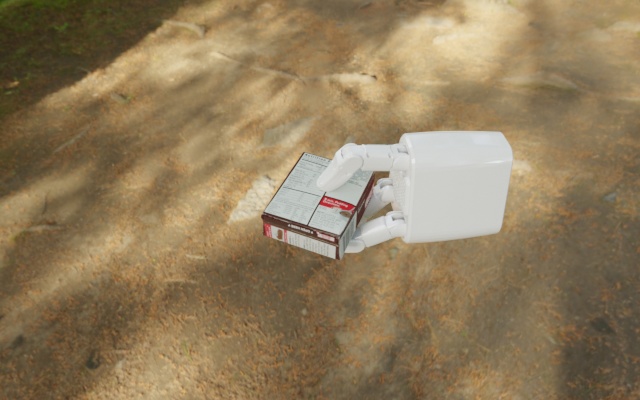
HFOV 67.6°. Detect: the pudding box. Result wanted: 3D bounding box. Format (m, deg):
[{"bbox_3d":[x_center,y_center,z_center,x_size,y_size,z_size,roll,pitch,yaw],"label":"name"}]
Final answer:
[{"bbox_3d":[0.000,0.002,0.518,0.090,0.039,0.113,16,45,16],"label":"pudding box"}]
